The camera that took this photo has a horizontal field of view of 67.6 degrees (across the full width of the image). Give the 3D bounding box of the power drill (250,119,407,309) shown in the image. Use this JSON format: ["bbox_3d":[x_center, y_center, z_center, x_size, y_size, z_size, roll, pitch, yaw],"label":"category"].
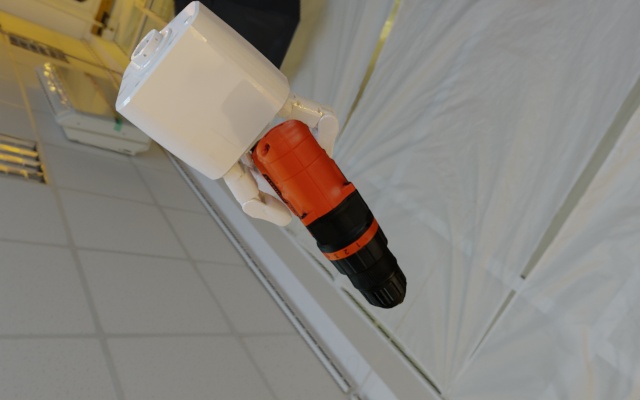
[{"bbox_3d":[0.000,0.001,0.451,0.057,0.184,0.187,-35,19,-5],"label":"power drill"}]
